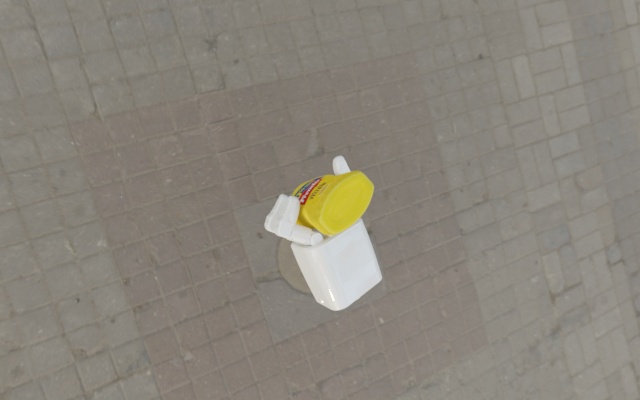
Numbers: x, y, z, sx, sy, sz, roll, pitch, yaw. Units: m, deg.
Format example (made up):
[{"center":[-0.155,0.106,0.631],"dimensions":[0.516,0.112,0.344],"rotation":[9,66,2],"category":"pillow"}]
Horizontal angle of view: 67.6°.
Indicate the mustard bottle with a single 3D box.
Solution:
[{"center":[0.000,0.002,0.720],"dimensions":[0.058,0.096,0.191],"rotation":[44,-15,-17],"category":"mustard bottle"}]
